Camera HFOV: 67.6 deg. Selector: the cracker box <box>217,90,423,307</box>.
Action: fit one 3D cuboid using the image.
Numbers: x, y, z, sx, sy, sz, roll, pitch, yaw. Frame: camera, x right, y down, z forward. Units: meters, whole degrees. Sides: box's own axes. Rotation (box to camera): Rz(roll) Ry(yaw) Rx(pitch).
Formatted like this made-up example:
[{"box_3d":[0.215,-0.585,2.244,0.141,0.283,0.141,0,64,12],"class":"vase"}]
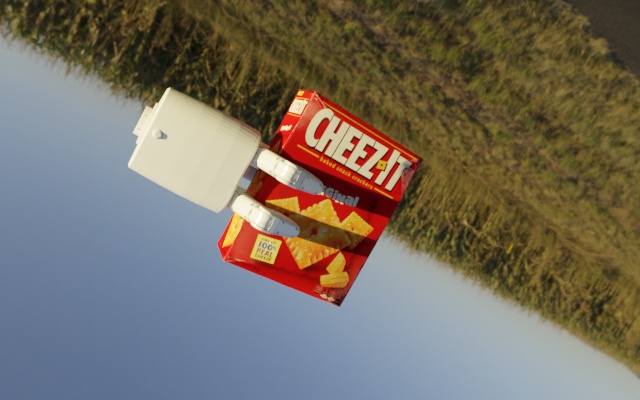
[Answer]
[{"box_3d":[0.000,0.002,0.575,0.164,0.214,0.072,27,4,-23],"class":"cracker box"}]
